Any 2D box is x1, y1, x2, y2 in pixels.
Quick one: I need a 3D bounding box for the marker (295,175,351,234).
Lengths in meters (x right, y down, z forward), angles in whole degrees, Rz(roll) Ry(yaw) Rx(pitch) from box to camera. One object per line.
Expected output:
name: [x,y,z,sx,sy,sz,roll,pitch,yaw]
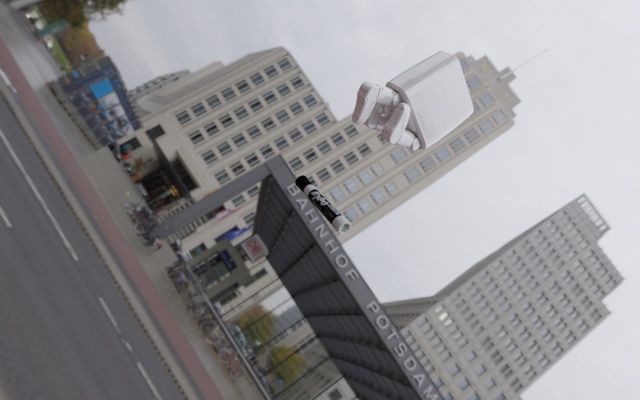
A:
marker: [0.000,0.002,0.622,0.020,0.020,0.121,0,32,-36]
